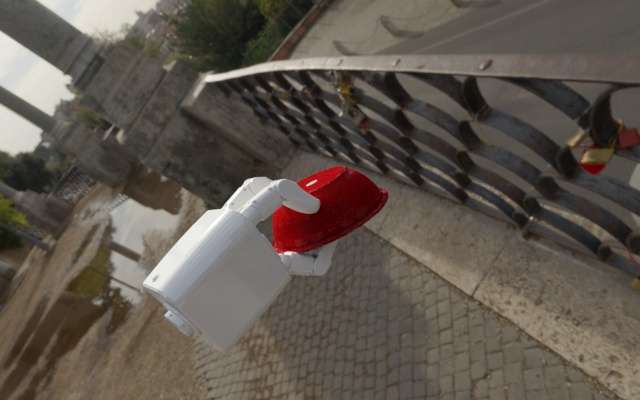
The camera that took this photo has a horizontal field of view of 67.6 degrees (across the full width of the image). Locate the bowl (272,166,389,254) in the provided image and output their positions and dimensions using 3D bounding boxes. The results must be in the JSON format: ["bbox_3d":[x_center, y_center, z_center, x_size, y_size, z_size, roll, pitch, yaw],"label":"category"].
[{"bbox_3d":[0.001,0.001,0.594,0.162,0.055,0.162,-24,14,6],"label":"bowl"}]
